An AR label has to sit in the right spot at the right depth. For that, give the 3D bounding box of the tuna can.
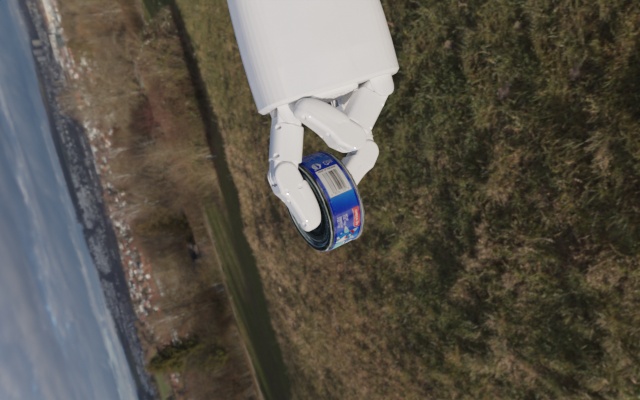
[{"bbox_3d":[0.000,0.002,0.422,0.033,0.086,0.086,-23,10,-25],"label":"tuna can"}]
